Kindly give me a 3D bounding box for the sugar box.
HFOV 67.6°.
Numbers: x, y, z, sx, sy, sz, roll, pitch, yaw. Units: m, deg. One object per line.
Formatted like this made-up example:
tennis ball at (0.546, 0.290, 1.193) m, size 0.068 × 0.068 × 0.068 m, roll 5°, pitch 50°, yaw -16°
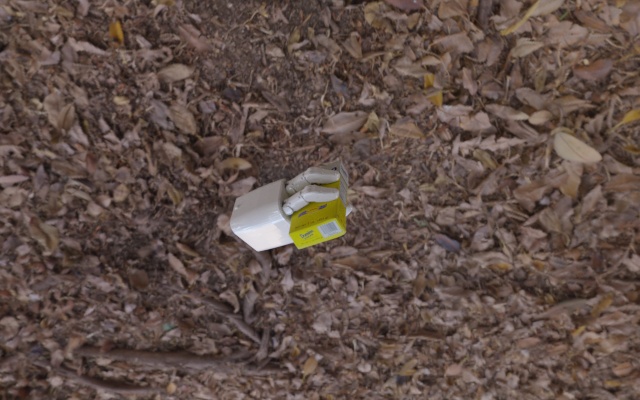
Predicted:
sugar box at (0.000, 0.003, 0.865) m, size 0.093 × 0.048 × 0.176 m, roll -19°, pitch 36°, yaw 18°
